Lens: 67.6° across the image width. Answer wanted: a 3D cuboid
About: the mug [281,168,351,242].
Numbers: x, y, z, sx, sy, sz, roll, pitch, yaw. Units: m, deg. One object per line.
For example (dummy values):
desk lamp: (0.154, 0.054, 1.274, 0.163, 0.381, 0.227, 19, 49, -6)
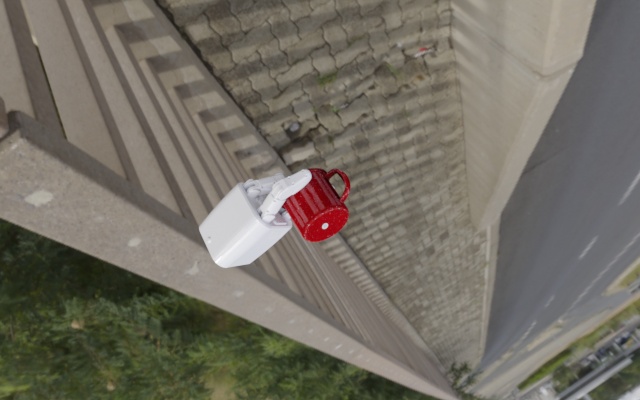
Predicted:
mug: (0.001, 0.002, 0.739, 0.117, 0.081, 0.093, -43, -33, 15)
